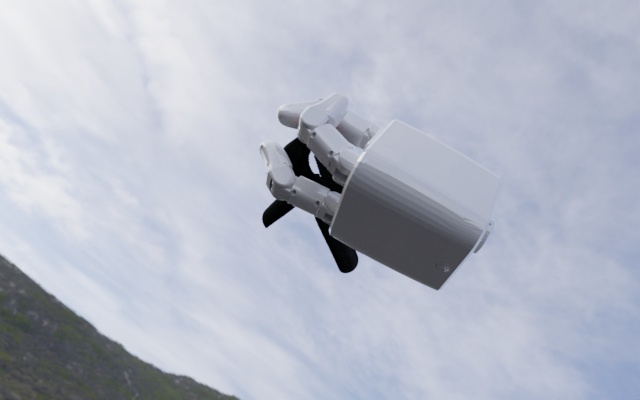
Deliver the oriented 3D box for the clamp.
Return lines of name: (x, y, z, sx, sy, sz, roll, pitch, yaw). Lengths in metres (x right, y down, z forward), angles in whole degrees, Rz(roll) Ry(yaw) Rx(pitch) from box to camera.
clamp: (0.000, 0.001, 0.470, 0.120, 0.039, 0.172, 29, -37, 10)
